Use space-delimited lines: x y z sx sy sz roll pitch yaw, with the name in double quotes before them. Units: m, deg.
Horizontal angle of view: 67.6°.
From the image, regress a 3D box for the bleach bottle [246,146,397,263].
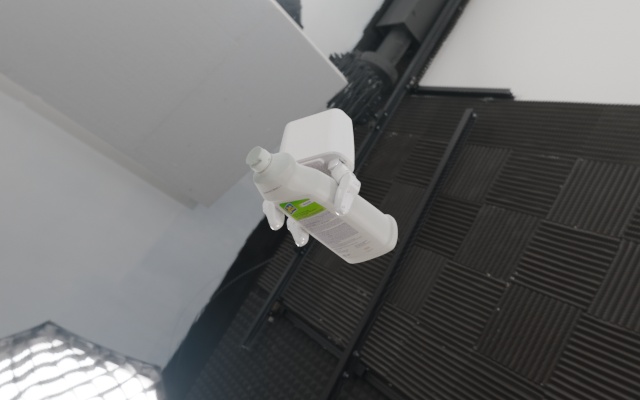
"bleach bottle" 0.000 0.002 0.686 0.102 0.068 0.251 -26 -48 32
